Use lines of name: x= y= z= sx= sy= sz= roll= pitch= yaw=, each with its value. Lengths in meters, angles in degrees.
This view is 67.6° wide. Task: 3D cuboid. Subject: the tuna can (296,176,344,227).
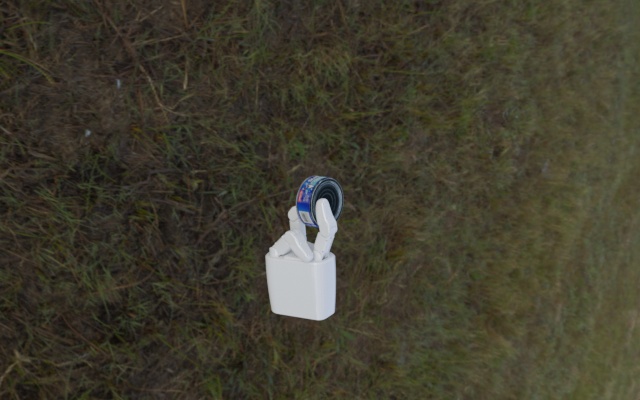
tuna can: x=0.001 y=0.003 z=0.792 sx=0.034 sy=0.086 sz=0.086 roll=8 pitch=5 yaw=41
